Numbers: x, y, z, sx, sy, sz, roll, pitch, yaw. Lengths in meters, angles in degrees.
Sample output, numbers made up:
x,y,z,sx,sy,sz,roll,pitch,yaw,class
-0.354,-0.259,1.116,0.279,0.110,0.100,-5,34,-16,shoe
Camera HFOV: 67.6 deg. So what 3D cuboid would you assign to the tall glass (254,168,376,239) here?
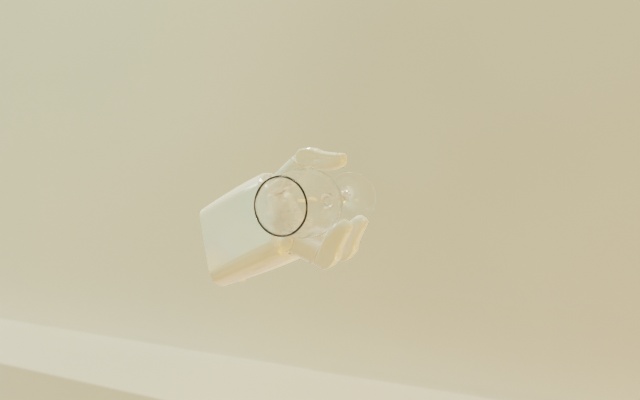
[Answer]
x,y,z,sx,sy,sz,roll,pitch,yaw,class
0.000,0.002,0.566,0.079,0.079,0.201,0,2,24,tall glass
